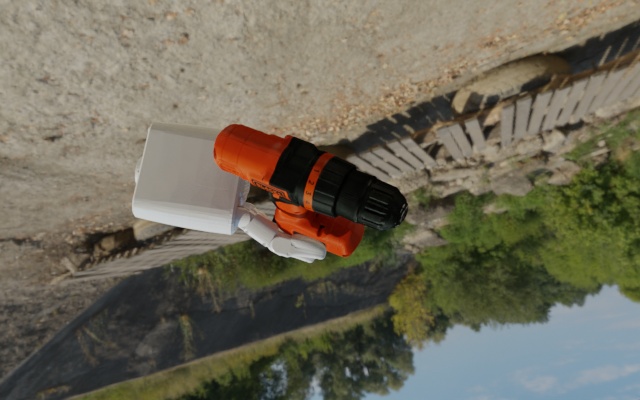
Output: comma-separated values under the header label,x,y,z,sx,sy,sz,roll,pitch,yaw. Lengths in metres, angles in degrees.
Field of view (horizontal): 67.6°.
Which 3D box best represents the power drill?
label,x,y,z,sx,sy,sz,roll,pitch,yaw
power drill,0.000,0.002,0.482,0.184,0.057,0.188,24,-16,17
